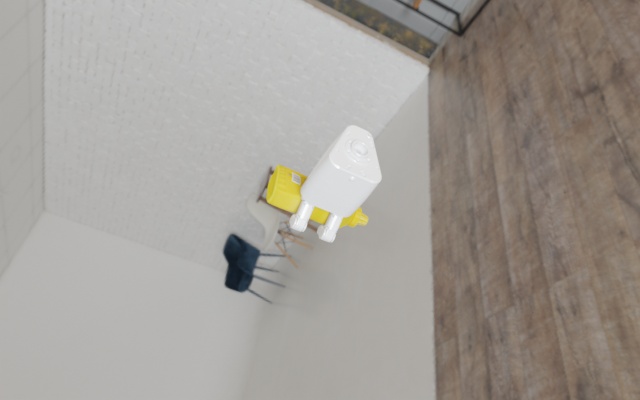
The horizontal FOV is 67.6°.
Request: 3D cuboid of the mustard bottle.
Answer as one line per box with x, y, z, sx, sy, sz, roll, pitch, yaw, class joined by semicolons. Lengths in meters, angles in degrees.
0.000;0.003;0.863;0.191;0.058;0.096;22;26;-15;mustard bottle
